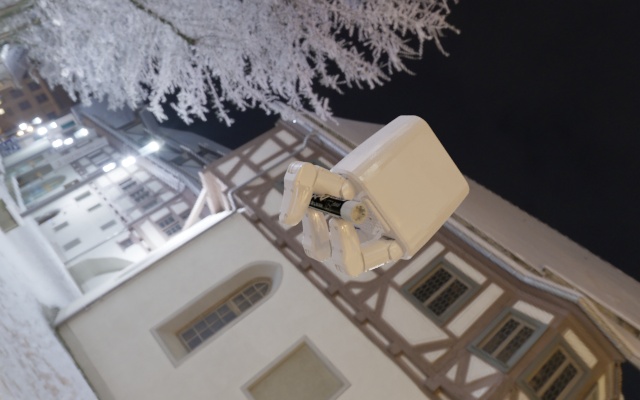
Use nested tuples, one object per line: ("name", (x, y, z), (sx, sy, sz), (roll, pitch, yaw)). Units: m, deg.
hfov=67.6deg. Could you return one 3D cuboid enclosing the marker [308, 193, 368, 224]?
("marker", (0.000, 0.002, 0.455), (0.020, 0.020, 0.121), (0, 9, -34))
